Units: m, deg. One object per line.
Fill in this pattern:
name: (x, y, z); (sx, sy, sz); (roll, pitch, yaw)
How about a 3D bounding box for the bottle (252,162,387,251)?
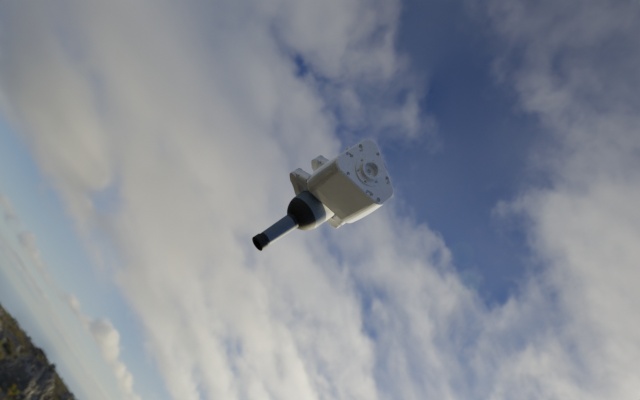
bottle: (0.000, 0.003, 0.864); (0.295, 0.069, 0.069); (-33, 19, -31)
